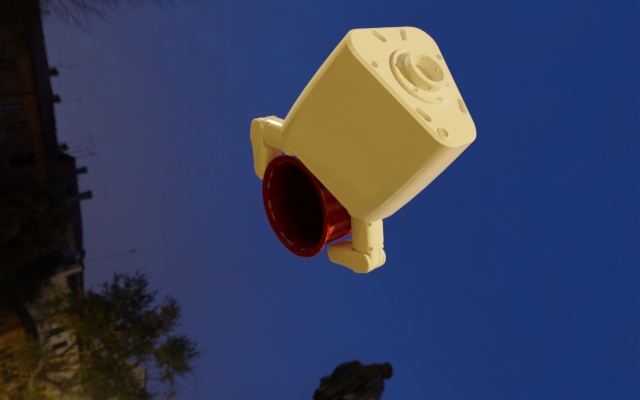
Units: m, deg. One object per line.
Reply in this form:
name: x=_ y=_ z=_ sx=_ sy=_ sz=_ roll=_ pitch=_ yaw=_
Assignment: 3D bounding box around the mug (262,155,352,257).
mug: x=0.000 y=0.002 z=0.453 sx=0.081 sy=0.093 sz=0.117 roll=-19 pitch=-17 yaw=-37
